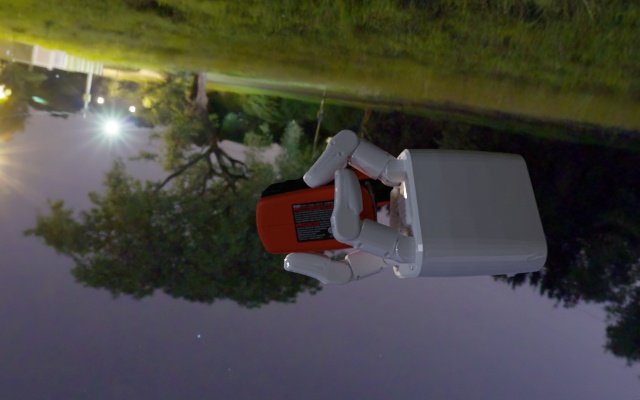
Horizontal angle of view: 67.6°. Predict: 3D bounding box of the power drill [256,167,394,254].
[{"bbox_3d":[0.000,0.002,0.502,0.184,0.057,0.187,-9,10,15],"label":"power drill"}]
